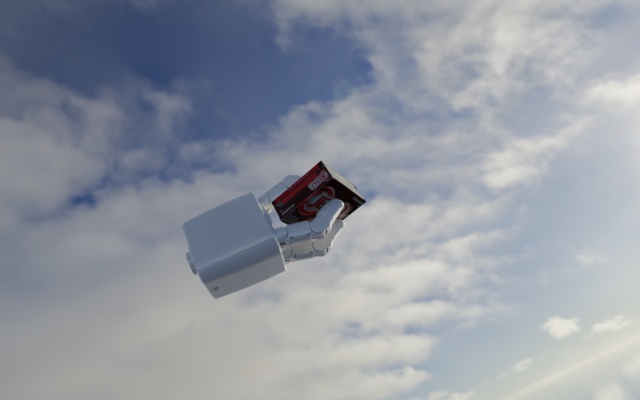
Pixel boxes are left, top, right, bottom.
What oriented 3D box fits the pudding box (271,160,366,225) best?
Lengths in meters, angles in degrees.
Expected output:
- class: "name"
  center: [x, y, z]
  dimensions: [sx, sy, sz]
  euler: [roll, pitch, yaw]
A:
- class: "pudding box"
  center: [0.000, 0.002, 0.656]
  dimensions: [0.090, 0.039, 0.113]
  euler: [-39, -28, 13]
